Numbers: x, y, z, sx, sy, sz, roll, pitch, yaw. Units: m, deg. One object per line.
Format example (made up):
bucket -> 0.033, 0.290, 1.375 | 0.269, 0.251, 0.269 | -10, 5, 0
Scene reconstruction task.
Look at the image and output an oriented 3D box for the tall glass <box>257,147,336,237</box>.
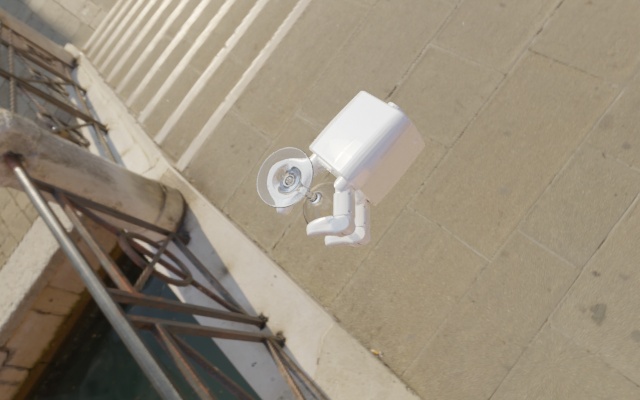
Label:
tall glass -> 0.000, 0.002, 0.633 | 0.079, 0.079, 0.201 | 0, -17, 26
